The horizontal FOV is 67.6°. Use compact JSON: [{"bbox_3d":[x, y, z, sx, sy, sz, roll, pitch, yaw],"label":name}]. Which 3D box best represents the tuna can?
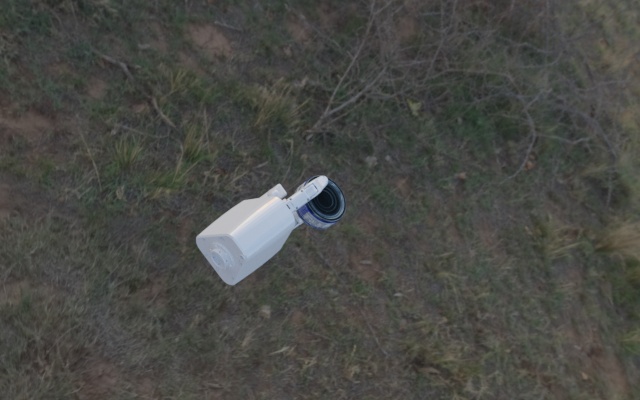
[{"bbox_3d":[0.000,0.002,0.790,0.086,0.086,0.034,0,-24,-37],"label":"tuna can"}]
